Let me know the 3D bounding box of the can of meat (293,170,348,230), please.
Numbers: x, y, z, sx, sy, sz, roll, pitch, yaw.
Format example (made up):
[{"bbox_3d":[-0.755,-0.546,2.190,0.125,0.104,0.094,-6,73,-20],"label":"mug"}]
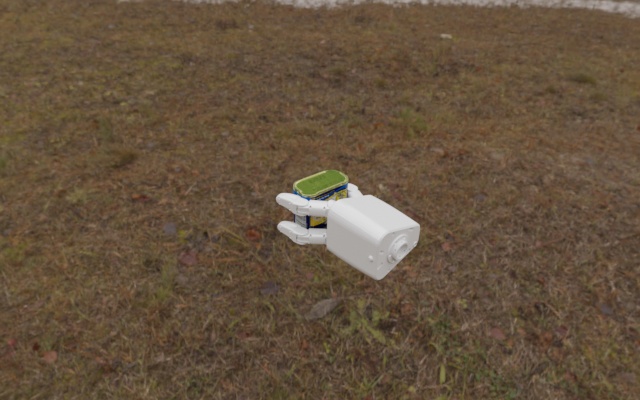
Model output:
[{"bbox_3d":[0.000,0.002,0.818,0.102,0.084,0.057,-23,41,-32],"label":"can of meat"}]
